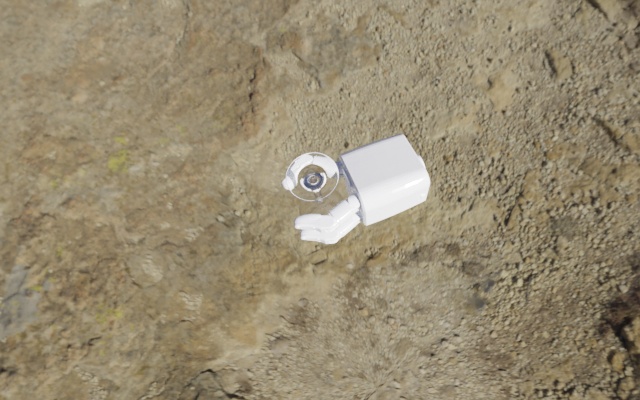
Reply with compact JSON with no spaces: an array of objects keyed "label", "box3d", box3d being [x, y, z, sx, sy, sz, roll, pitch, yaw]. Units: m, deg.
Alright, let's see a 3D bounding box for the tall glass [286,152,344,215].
[{"label":"tall glass","box3d":[0.000,0.002,0.747,0.079,0.079,0.201,0,-21,7]}]
